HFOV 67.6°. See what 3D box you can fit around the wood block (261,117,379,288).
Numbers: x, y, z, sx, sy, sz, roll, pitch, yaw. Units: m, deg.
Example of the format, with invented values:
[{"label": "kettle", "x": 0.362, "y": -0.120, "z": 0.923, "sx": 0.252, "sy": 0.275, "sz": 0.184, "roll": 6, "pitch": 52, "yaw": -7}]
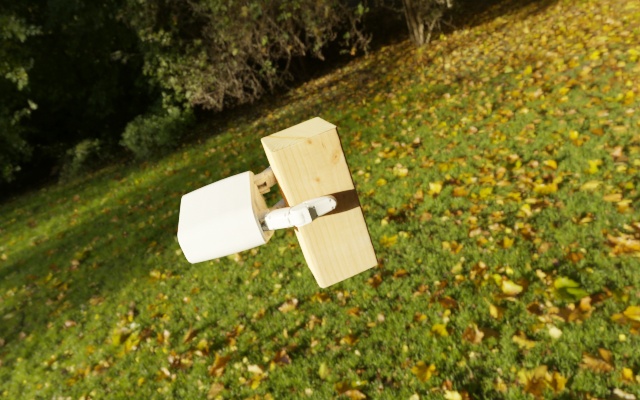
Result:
[{"label": "wood block", "x": 0.000, "y": 0.002, "z": 0.663, "sx": 0.090, "sy": 0.206, "sz": 0.090, "roll": -22, "pitch": 22, "yaw": -8}]
